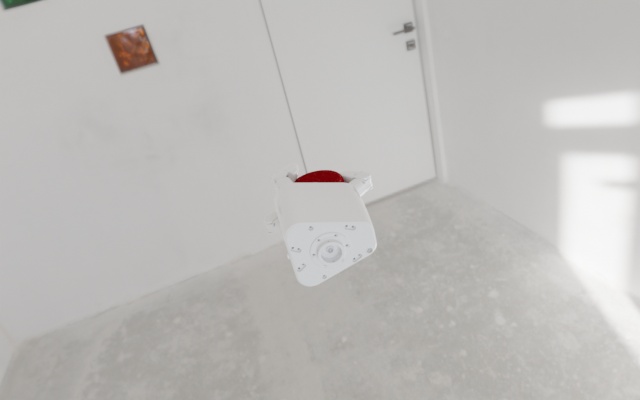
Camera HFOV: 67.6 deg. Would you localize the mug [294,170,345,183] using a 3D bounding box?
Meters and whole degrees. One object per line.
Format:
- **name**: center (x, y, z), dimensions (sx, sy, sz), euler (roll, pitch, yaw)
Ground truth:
- **mug**: center (0.000, 0.001, 0.712), dimensions (0.093, 0.081, 0.117), euler (-14, 29, 1)
